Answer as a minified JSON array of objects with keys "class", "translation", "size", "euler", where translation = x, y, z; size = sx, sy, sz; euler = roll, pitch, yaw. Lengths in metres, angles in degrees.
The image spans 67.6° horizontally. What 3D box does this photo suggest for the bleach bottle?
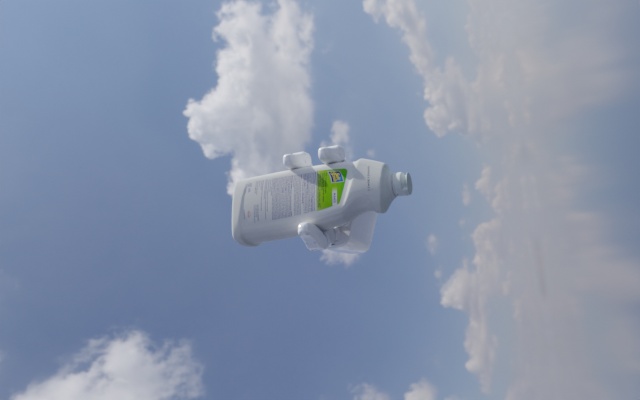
[{"class":"bleach bottle","translation":[0.000,0.002,0.656],"size":[0.251,0.102,0.068],"euler":[-8,-17,23]}]
